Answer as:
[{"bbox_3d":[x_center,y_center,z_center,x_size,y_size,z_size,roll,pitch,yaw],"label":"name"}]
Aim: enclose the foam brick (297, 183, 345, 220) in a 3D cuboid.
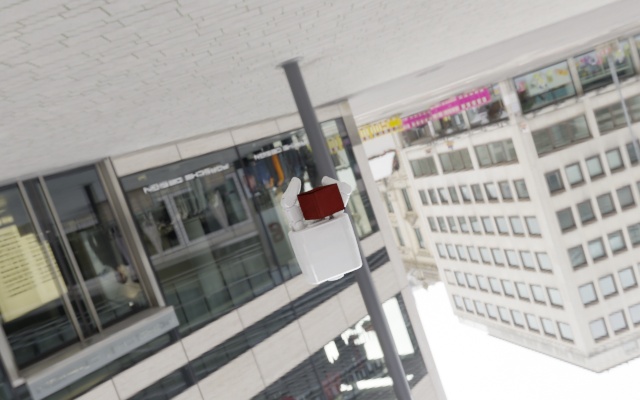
[{"bbox_3d":[0.000,0.003,0.868,0.053,0.051,0.078,-20,4,-24],"label":"foam brick"}]
